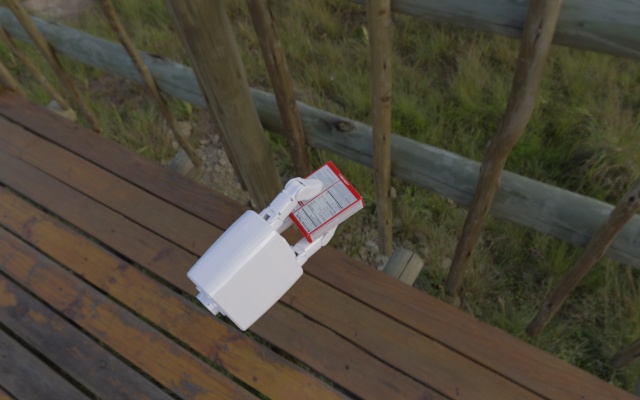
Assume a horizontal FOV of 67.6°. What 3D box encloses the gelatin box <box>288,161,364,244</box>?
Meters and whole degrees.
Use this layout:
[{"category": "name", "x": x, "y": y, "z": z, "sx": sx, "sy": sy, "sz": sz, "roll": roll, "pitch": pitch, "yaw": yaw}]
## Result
[{"category": "gelatin box", "x": 0.000, "y": 0.002, "z": 0.624, "sx": 0.089, "sy": 0.073, "sz": 0.030, "roll": -35, "pitch": -28, "yaw": -8}]
